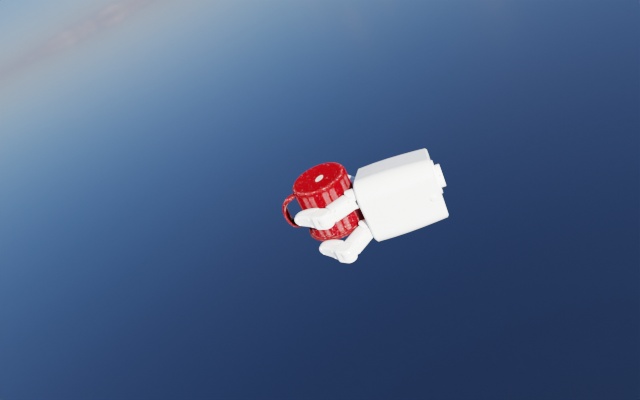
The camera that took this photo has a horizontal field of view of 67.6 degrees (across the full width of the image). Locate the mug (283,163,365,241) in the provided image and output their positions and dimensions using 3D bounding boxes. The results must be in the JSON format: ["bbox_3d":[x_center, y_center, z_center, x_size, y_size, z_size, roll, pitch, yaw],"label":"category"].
[{"bbox_3d":[-0.001,0.003,0.699,0.117,0.081,0.093,-18,30,14],"label":"mug"}]
